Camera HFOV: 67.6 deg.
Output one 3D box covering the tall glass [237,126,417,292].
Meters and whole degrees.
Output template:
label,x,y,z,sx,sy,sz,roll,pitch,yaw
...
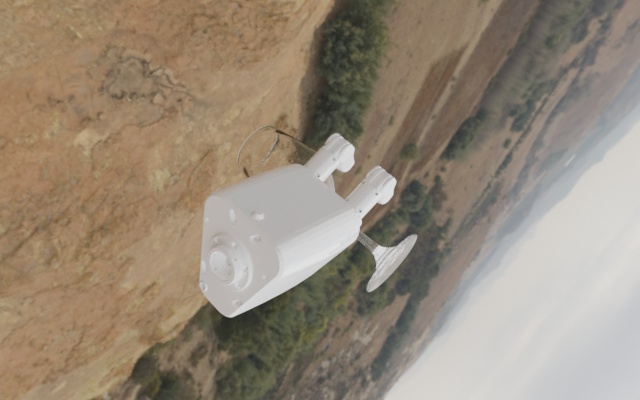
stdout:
label,x,y,z,sx,sy,sz,roll,pitch,yaw
tall glass,0.001,0.002,0.505,0.201,0.079,0.079,41,17,20
